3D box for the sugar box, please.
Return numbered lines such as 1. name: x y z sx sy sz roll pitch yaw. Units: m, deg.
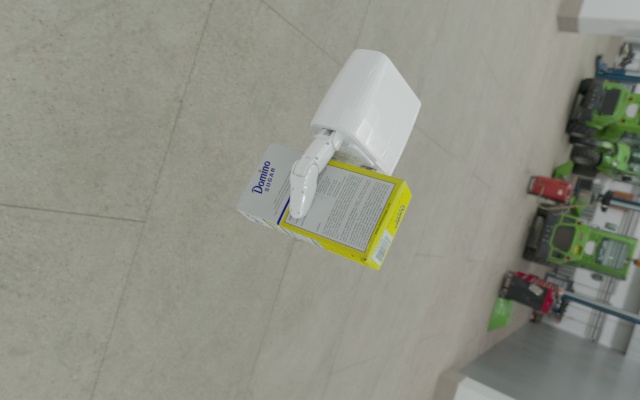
1. sugar box: 0.000 0.002 0.529 0.176 0.093 0.048 19 -16 31
